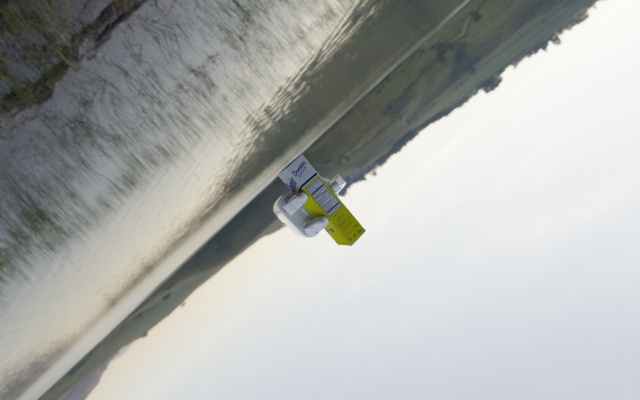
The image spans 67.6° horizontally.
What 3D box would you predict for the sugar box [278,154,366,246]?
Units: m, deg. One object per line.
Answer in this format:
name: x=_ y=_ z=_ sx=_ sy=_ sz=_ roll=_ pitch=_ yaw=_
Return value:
sugar box: x=0.000 y=0.003 z=0.850 sx=0.048 sy=0.176 sz=0.093 roll=-44 pitch=6 yaw=-13
